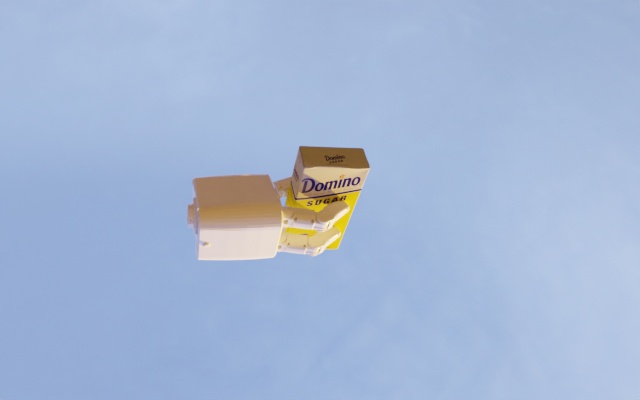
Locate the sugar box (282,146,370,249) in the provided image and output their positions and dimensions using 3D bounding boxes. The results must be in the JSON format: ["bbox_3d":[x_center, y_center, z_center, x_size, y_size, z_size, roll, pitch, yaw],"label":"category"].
[{"bbox_3d":[0.000,0.003,0.680,0.093,0.048,0.176,0,-40,-16],"label":"sugar box"}]
